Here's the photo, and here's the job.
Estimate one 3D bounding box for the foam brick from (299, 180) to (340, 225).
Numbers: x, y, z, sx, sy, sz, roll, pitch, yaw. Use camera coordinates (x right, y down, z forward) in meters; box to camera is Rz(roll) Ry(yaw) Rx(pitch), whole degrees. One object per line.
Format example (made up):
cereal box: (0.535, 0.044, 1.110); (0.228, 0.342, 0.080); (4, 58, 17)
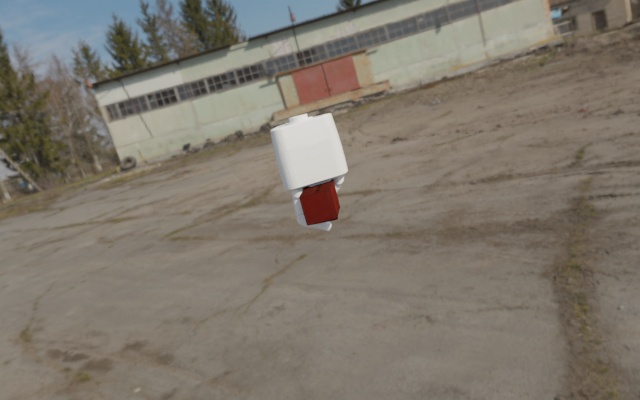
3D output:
foam brick: (0.000, 0.003, 0.788); (0.053, 0.051, 0.078); (-13, 13, 8)
